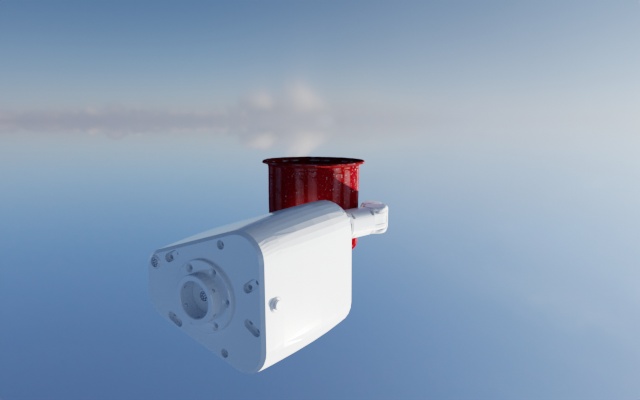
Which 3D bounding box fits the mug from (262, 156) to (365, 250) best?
[{"bbox_3d":[0.001,0.001,0.450,0.093,0.081,0.117,6,11,31],"label":"mug"}]
